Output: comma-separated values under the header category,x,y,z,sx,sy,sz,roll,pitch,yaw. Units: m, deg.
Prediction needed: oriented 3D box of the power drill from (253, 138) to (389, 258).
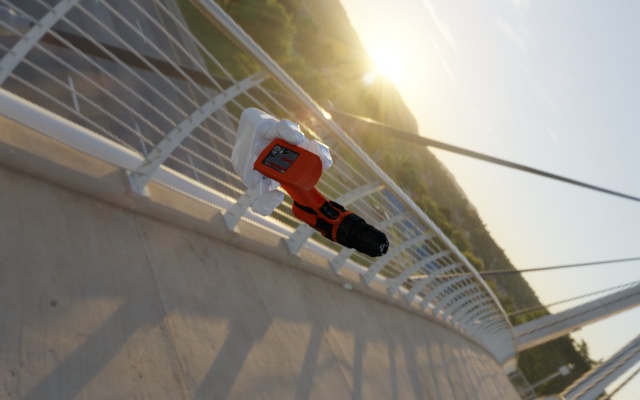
category,x,y,z,sx,sy,sz,roll,pitch,yaw
power drill,0.000,0.002,0.680,0.184,0.057,0.188,25,-19,38
